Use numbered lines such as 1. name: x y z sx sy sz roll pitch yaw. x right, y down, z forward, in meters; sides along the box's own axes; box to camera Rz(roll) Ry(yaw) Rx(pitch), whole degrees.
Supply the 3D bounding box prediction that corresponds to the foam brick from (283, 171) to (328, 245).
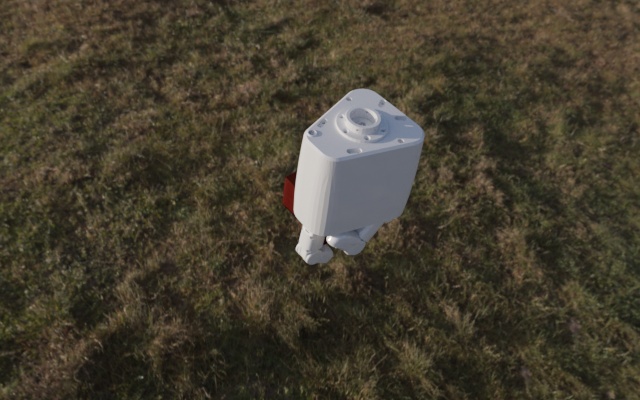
1. foam brick: 0.000 0.002 0.552 0.053 0.051 0.078 -29 58 -28
